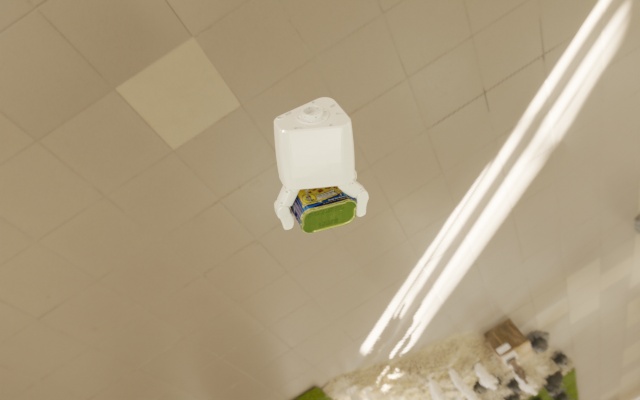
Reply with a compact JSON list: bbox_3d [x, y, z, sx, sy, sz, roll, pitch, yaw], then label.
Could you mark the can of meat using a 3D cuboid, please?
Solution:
[{"bbox_3d":[0.000,0.003,0.794,0.102,0.057,0.084,-14,42,-16],"label":"can of meat"}]
